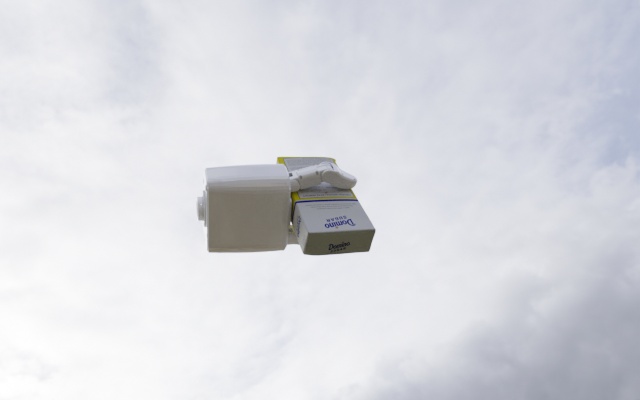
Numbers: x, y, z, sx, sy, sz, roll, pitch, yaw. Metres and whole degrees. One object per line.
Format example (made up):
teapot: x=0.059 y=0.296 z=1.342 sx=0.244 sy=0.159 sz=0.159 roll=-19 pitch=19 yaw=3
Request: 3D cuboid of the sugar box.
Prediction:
sugar box: x=0.000 y=0.003 z=0.658 sx=0.093 sy=0.048 sz=0.176 roll=-1 pitch=39 yaw=-19
